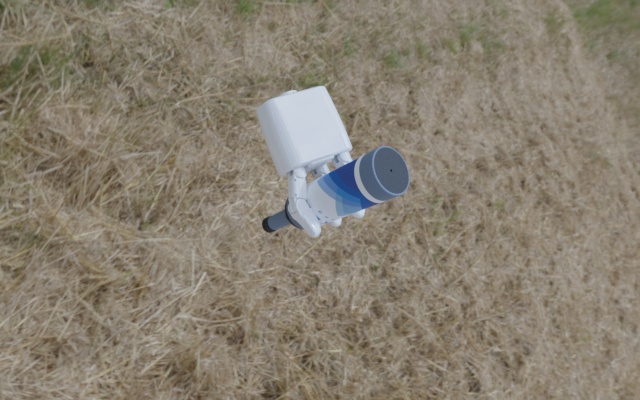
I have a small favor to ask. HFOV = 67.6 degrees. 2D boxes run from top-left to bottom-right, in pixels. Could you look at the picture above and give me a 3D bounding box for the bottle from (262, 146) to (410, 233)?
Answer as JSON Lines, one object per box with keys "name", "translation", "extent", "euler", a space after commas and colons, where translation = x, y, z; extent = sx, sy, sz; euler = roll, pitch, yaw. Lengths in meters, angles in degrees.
{"name": "bottle", "translation": [0.000, 0.002, 0.709], "extent": [0.069, 0.069, 0.296], "euler": [0, -16, -39]}
